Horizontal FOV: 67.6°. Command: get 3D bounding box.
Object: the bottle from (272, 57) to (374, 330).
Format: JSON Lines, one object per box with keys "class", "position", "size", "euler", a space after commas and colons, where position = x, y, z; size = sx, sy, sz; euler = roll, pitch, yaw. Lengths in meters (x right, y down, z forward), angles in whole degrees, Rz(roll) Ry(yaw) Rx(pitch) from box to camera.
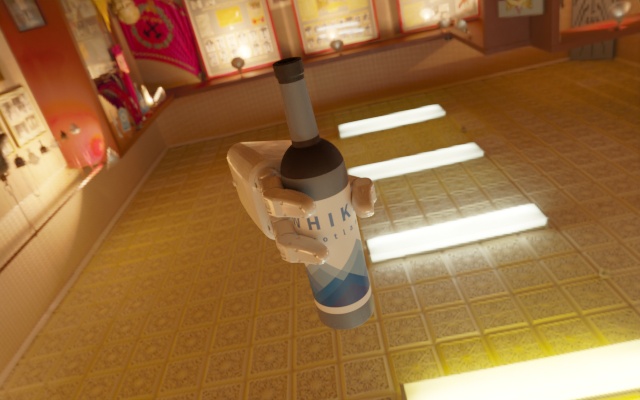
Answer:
{"class": "bottle", "position": [0.000, 0.002, 0.497], "size": [0.069, 0.296, 0.069], "euler": [-11, 27, 5]}
